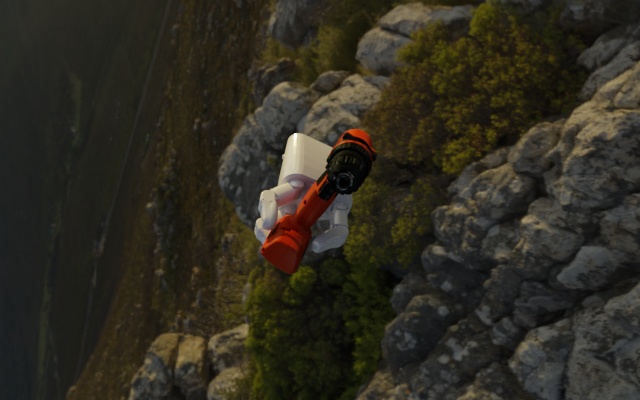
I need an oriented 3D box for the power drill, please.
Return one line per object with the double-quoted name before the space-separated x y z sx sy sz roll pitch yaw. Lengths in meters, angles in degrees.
"power drill" 0.000 0.002 0.600 0.057 0.188 0.184 37 21 -3
